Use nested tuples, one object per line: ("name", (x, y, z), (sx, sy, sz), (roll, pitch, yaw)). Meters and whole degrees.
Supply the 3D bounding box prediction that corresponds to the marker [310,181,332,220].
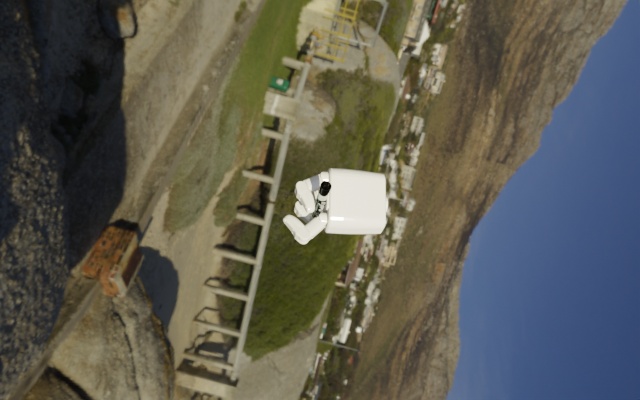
("marker", (0.000, 0.003, 0.824), (0.020, 0.020, 0.121), (0, -30, -11))
